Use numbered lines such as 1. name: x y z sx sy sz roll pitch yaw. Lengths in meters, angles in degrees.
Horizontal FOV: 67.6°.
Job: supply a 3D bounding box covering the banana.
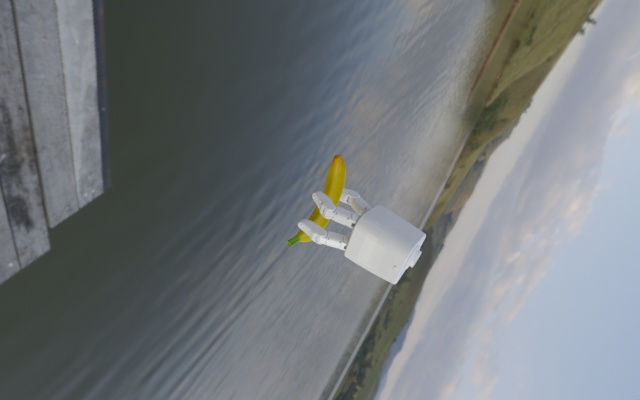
1. banana: 0.007 0.005 0.901 0.037 0.198 0.069 34 16 23
